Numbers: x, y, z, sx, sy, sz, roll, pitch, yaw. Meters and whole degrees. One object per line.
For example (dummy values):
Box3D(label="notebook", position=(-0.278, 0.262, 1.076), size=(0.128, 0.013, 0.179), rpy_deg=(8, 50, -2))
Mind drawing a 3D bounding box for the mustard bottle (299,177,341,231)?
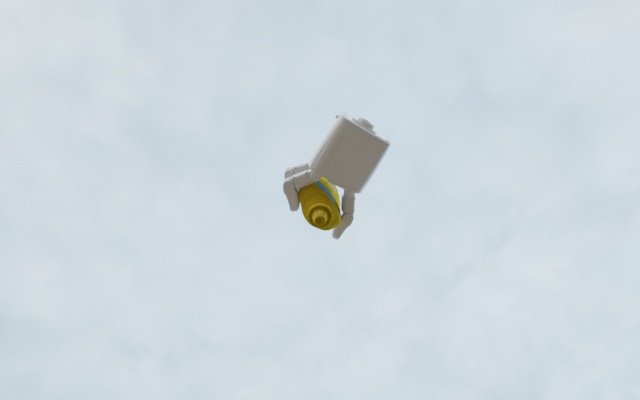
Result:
Box3D(label="mustard bottle", position=(0.000, 0.003, 0.860), size=(0.058, 0.096, 0.191), rpy_deg=(-31, 16, 10))
